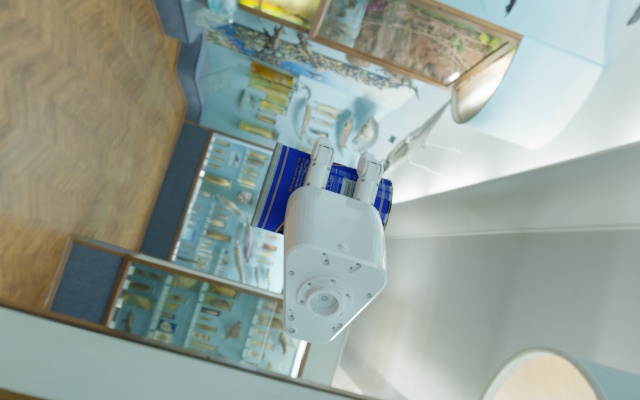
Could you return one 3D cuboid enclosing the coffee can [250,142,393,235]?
[{"bbox_3d":[0.000,0.002,0.560,0.140,0.103,0.103,18,-3,-8],"label":"coffee can"}]
